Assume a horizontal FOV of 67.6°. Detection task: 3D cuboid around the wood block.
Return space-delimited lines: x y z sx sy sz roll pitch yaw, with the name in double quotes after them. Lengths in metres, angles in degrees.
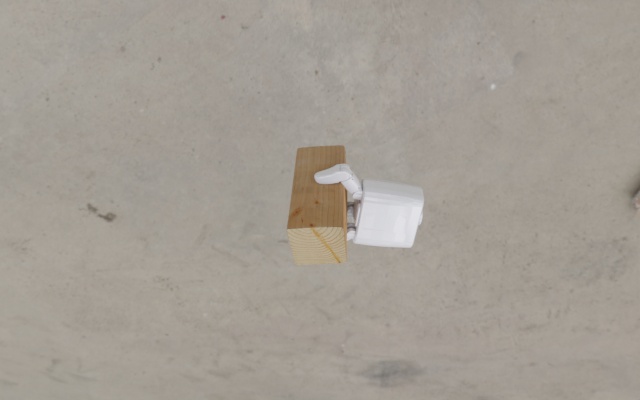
0.000 0.003 0.835 0.090 0.091 0.206 -3 43 6 "wood block"
